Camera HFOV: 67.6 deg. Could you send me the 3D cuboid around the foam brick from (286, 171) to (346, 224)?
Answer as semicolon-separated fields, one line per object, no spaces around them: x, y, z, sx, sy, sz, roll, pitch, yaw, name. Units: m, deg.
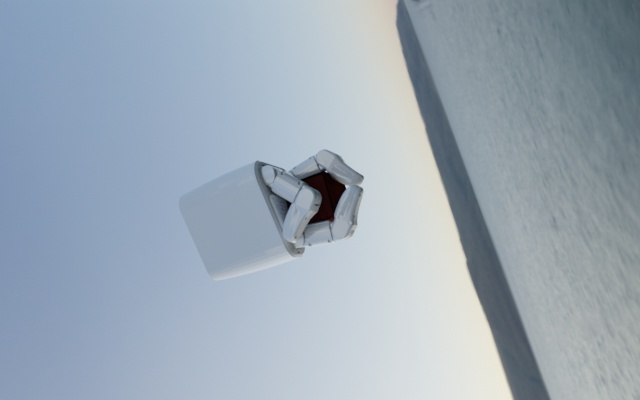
0.000;0.002;0.553;0.051;0.053;0.078;-21;-11;17;foam brick
